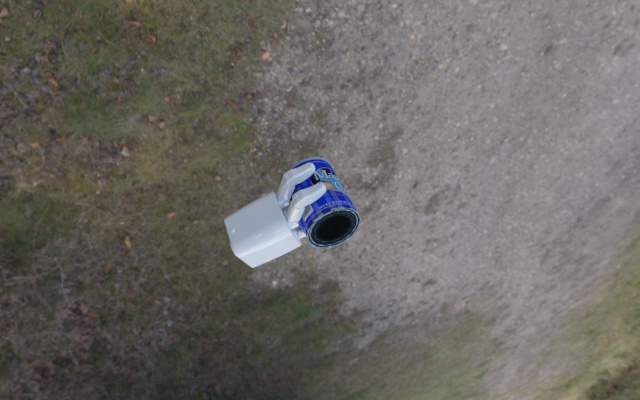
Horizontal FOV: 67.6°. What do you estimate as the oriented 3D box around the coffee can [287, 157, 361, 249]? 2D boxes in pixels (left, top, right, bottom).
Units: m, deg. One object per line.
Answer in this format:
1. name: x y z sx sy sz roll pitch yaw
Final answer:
1. coffee can: 0.000 0.003 0.877 0.103 0.103 0.140 0 43 -28
